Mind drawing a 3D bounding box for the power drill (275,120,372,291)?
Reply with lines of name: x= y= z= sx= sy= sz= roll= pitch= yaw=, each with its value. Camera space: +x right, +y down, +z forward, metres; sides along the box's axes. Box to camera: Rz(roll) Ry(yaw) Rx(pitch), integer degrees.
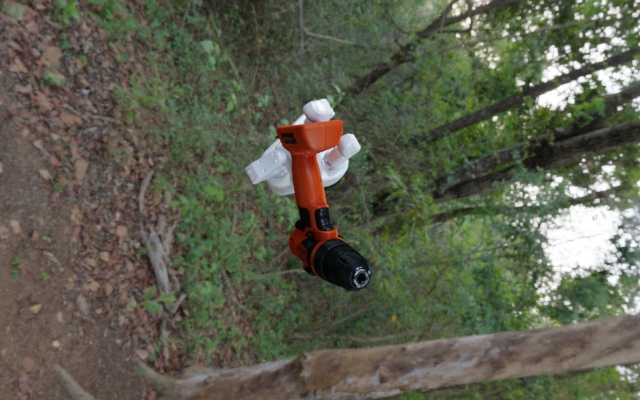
power drill: x=0.000 y=0.001 z=0.563 sx=0.057 sy=0.188 sz=0.184 roll=-10 pitch=11 yaw=-23
